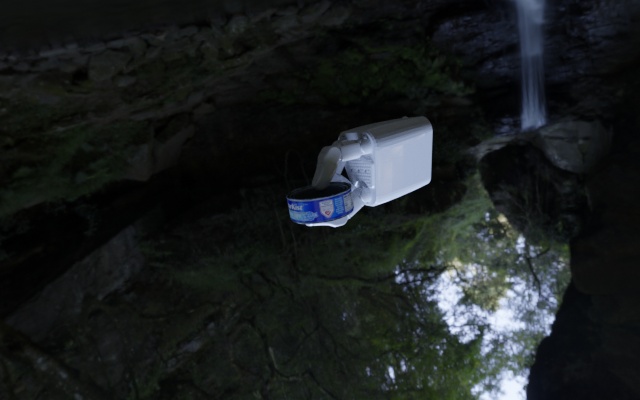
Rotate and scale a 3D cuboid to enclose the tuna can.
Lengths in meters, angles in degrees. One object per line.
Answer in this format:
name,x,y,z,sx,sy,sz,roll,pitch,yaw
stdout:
tuna can,0.000,0.003,0.620,0.086,0.034,0.086,-9,14,2
